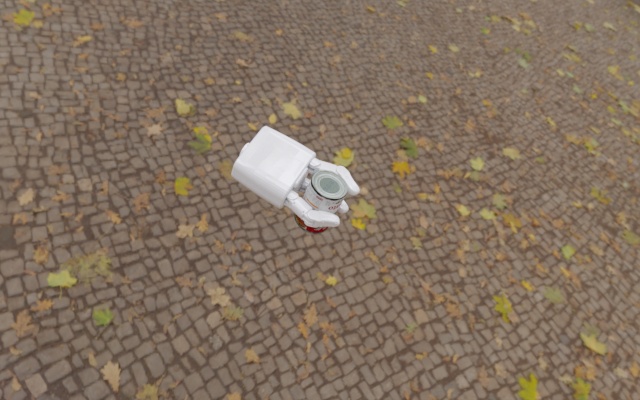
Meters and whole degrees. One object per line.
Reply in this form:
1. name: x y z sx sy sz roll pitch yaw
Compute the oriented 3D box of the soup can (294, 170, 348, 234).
1. soup can: 0.001 0.003 0.843 0.068 0.068 0.102 0 -38 -24
